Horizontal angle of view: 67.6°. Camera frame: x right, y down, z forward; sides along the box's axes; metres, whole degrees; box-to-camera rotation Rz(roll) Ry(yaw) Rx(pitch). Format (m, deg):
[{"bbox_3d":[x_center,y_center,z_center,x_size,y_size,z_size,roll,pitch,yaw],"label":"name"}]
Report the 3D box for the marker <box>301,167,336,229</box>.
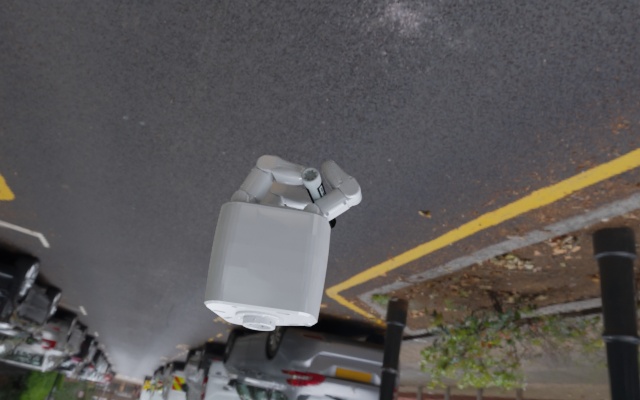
[{"bbox_3d":[0.000,0.002,0.536,0.020,0.020,0.121,0,-28,11],"label":"marker"}]
